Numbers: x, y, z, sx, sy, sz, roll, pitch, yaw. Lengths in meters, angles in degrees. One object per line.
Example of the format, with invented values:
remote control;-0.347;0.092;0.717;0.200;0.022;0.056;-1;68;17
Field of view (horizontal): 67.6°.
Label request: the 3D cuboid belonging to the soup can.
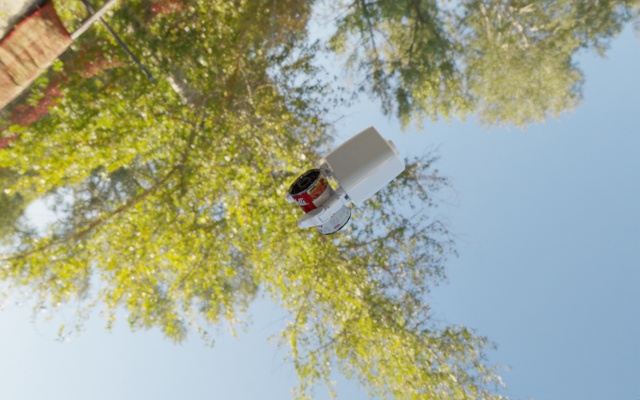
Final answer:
soup can;0.000;0.003;0.844;0.068;0.102;0.068;-30;26;17
